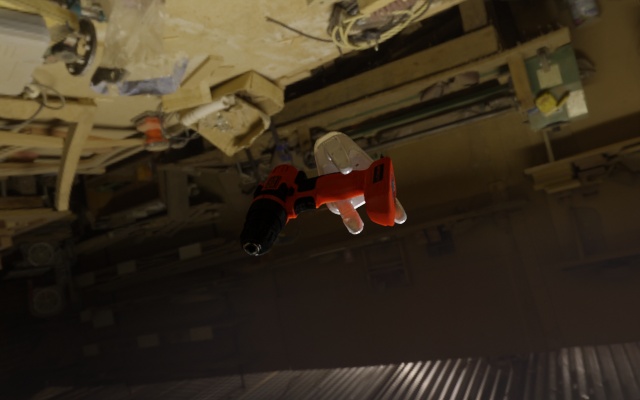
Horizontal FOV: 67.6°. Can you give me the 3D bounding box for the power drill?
[{"bbox_3d":[0.001,0.002,0.614,0.187,0.057,0.184,-4,32,14],"label":"power drill"}]
